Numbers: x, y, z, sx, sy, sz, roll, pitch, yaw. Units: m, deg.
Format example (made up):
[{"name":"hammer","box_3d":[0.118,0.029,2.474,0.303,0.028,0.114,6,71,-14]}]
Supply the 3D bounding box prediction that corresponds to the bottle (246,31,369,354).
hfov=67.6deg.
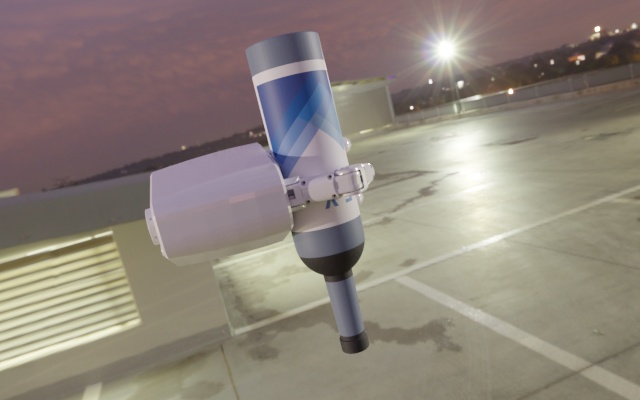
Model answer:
[{"name":"bottle","box_3d":[0.000,0.001,0.444,0.069,0.296,0.069,-13,8,2]}]
